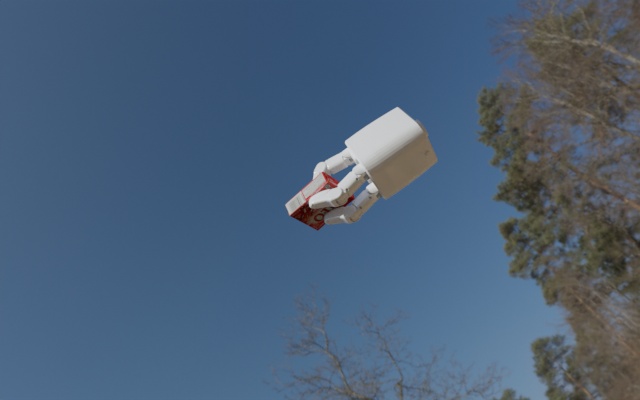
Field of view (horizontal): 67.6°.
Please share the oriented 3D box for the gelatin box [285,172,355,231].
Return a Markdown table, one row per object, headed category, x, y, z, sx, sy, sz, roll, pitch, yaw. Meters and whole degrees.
| category | x | y | z | sx | sy | sz | roll | pitch | yaw |
| --- | --- | --- | --- | --- | --- | --- | --- | --- | --- |
| gelatin box | 0.000 | 0.002 | 0.778 | 0.089 | 0.030 | 0.073 | -41 | -43 | 18 |
